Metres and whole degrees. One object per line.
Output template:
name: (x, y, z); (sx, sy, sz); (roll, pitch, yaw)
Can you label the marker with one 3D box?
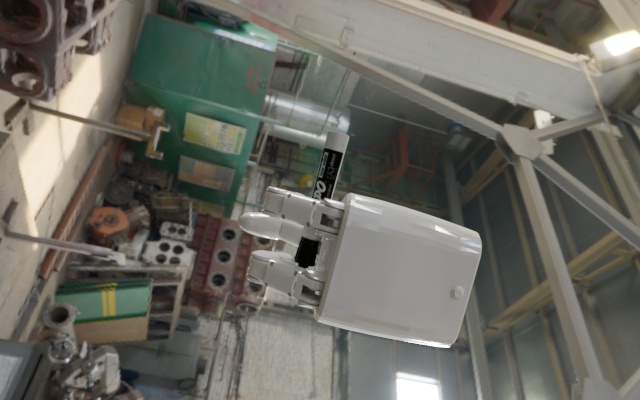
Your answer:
marker: (0.000, 0.001, 0.407); (0.020, 0.121, 0.020); (15, 3, -1)
